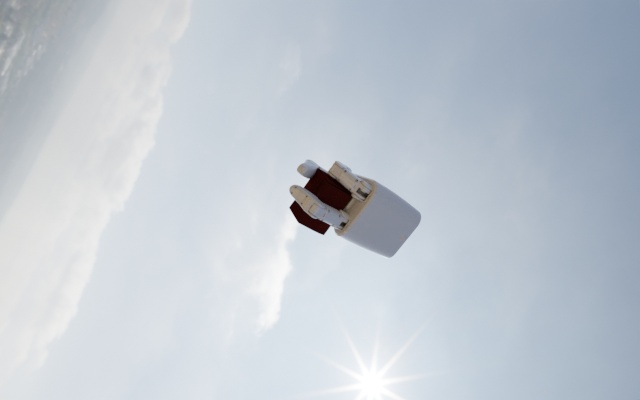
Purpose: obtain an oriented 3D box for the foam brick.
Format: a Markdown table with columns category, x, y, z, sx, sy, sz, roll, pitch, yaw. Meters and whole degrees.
| category | x | y | z | sx | sy | sz | roll | pitch | yaw |
| --- | --- | --- | --- | --- | --- | --- | --- | --- | --- |
| foam brick | 0.000 | 0.002 | 0.716 | 0.051 | 0.078 | 0.053 | 29 | 15 | -30 |
